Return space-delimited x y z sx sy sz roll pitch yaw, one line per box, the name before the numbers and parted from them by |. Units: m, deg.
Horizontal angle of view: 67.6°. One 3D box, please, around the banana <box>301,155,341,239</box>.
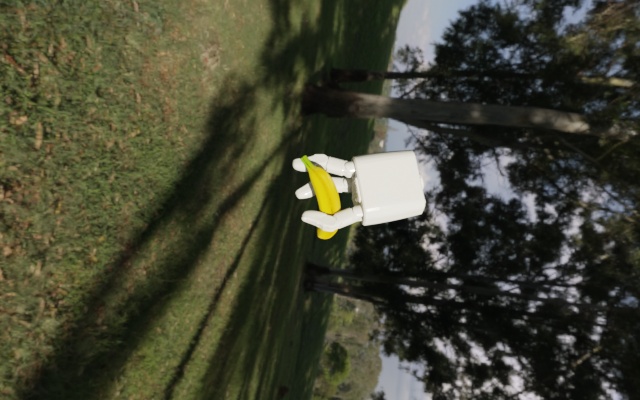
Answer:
banana | 0.008 0.011 0.825 0.037 0.198 0.069 -25 46 -16
